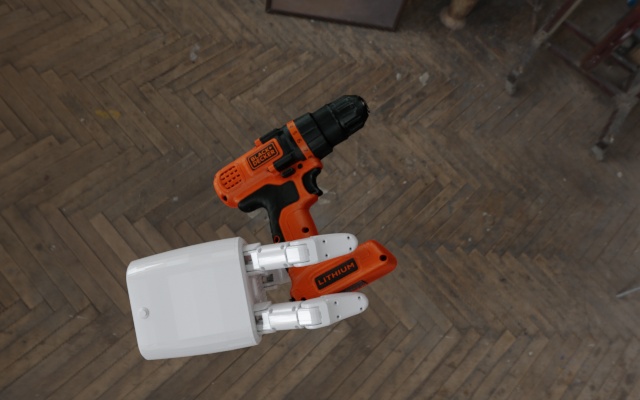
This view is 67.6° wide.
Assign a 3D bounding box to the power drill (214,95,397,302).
[{"bbox_3d":[0.000,0.002,0.485,0.184,0.187,0.057,-32,-22,8],"label":"power drill"}]
